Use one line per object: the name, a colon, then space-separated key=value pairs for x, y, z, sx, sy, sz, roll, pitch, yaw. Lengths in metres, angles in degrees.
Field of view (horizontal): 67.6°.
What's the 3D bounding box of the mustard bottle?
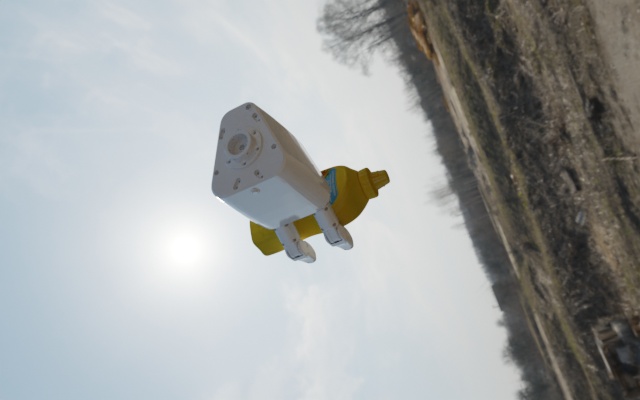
mustard bottle: x=0.000 y=0.002 z=0.633 sx=0.191 sy=0.058 sz=0.096 roll=-22 pitch=38 yaw=17
